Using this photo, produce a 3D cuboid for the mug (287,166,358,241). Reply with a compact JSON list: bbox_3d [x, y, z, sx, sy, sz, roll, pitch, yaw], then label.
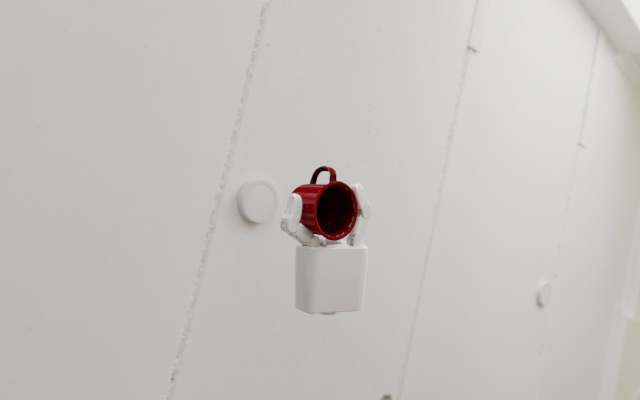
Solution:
[{"bbox_3d":[0.000,0.001,0.769,0.093,0.117,0.081,3,0,-40],"label":"mug"}]
